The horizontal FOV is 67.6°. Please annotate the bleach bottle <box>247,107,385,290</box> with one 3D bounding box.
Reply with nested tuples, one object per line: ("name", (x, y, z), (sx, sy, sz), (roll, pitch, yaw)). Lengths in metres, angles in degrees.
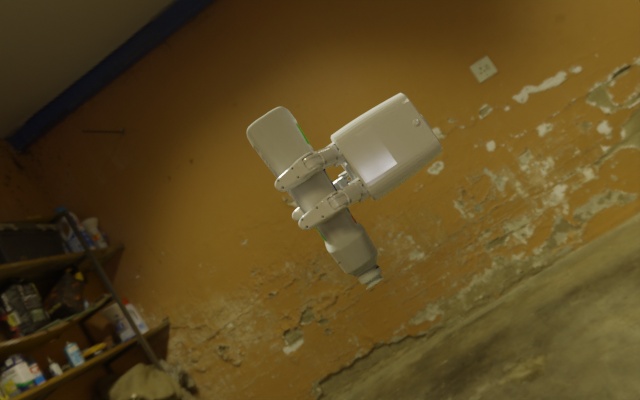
("bleach bottle", (0.000, 0.002, 0.622), (0.068, 0.251, 0.102), (-34, -7, 0))
